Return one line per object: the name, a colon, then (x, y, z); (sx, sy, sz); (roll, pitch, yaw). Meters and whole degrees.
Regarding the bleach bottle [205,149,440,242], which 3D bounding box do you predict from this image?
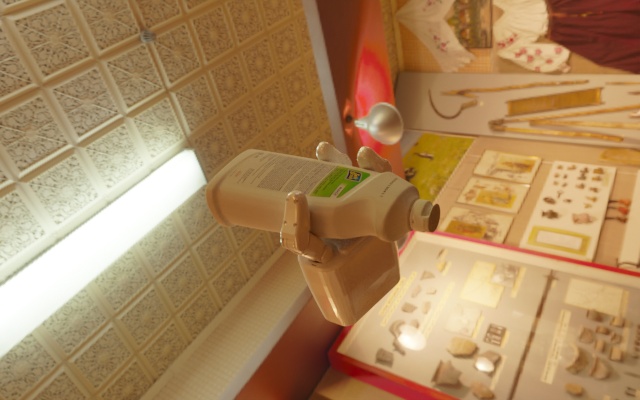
bleach bottle: (0.000, 0.002, 0.511); (0.251, 0.068, 0.102); (11, 46, 33)
